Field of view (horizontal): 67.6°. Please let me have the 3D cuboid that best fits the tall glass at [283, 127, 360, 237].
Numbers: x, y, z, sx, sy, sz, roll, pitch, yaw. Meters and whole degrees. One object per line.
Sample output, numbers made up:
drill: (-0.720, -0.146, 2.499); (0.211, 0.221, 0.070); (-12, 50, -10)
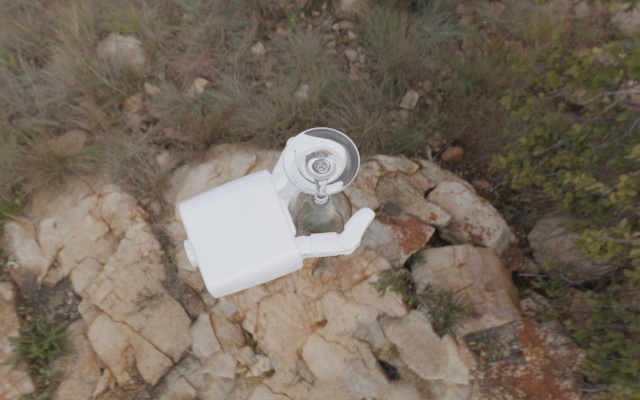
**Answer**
tall glass: (0.000, 0.002, 0.548); (0.079, 0.079, 0.201); (0, -24, 0)
